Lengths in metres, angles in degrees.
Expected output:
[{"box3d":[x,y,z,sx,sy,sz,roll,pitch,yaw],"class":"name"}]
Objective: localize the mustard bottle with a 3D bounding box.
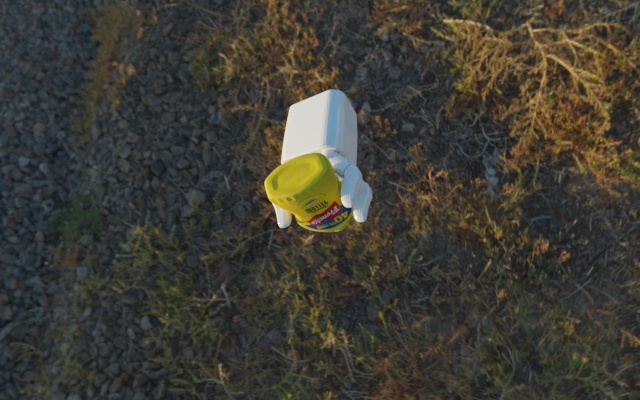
[{"box3d":[0.000,0.003,0.722,0.096,0.058,0.192,-27,-31,11],"class":"mustard bottle"}]
